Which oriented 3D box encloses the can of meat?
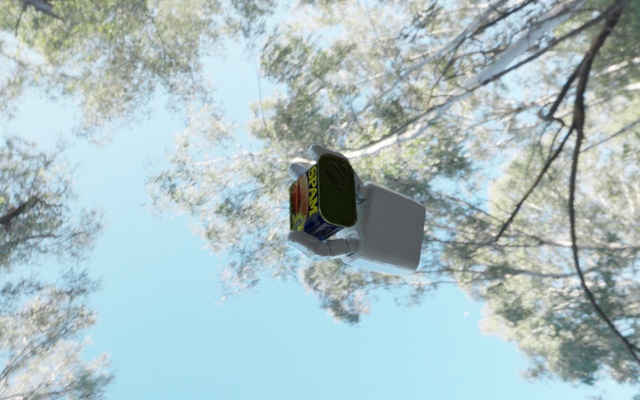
[{"bbox_3d":[0.000,0.002,0.640,0.057,0.102,0.084,15,-32,-29],"label":"can of meat"}]
